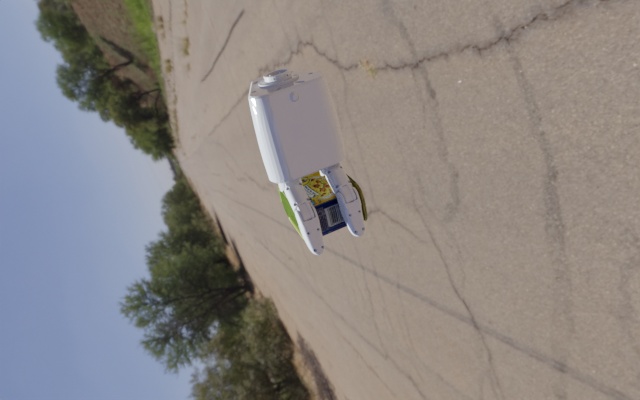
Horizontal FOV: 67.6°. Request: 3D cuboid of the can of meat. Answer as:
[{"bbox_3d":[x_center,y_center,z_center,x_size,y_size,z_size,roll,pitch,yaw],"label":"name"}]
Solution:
[{"bbox_3d":[0.000,0.002,0.622,0.084,0.057,0.102,-21,32,-14],"label":"can of meat"}]
